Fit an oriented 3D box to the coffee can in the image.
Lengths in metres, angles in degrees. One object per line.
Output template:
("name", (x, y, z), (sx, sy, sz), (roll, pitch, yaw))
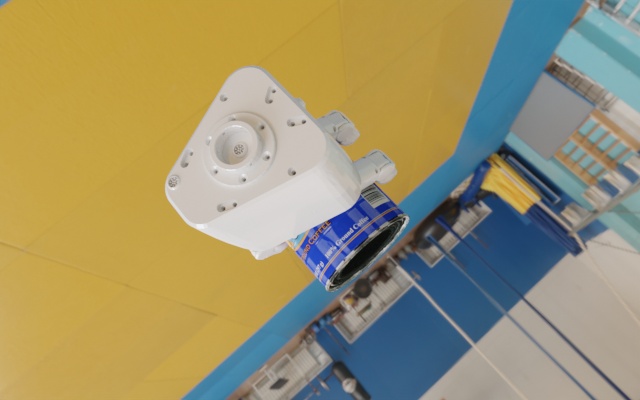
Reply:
("coffee can", (0.000, 0.001, 0.461), (0.140, 0.103, 0.103), (47, 18, 18))
